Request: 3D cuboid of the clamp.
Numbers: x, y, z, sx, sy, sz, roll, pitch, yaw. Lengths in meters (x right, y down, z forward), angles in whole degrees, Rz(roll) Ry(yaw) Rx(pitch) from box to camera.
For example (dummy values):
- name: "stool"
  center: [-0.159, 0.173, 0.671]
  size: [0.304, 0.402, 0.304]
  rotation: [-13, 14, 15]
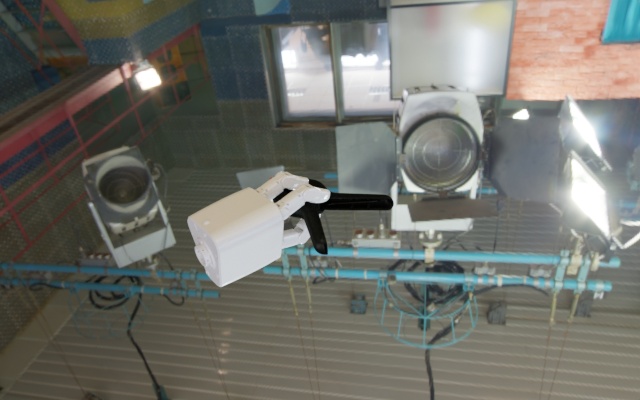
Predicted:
- name: "clamp"
  center: [0.000, 0.003, 0.767]
  size: [0.164, 0.036, 0.210]
  rotation: [-25, 37, -32]
